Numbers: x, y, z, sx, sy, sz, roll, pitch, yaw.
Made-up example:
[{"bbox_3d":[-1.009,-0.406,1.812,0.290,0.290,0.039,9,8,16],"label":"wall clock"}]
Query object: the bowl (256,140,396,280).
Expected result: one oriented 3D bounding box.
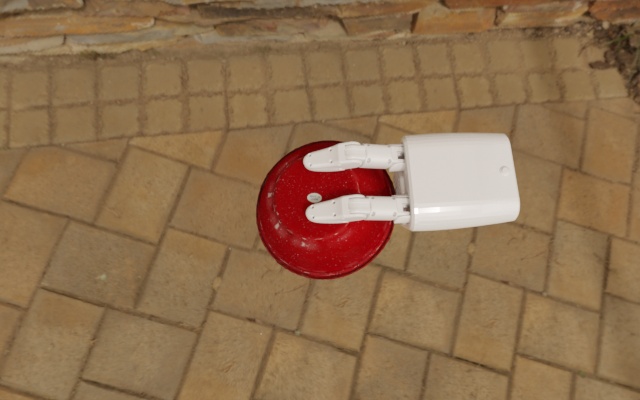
[{"bbox_3d":[-0.001,0.002,0.514,0.162,0.162,0.055,0,-14,11],"label":"bowl"}]
